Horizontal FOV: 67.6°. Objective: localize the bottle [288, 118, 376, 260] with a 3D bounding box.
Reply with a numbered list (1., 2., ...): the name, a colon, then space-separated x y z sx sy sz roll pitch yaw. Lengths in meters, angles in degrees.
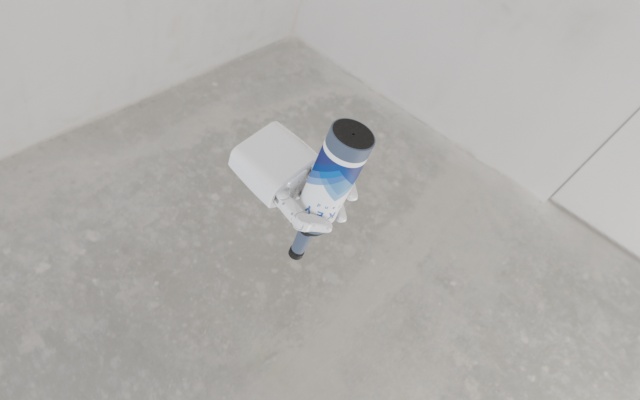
1. bottle: 0.000 0.002 0.760 0.069 0.069 0.296 0 -40 -24
